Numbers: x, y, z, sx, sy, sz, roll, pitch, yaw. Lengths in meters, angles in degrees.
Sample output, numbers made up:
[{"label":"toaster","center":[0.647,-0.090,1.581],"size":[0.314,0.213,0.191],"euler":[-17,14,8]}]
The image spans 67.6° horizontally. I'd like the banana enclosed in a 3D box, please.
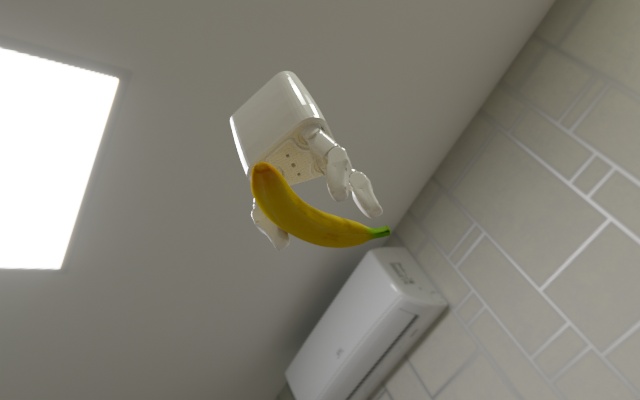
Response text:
[{"label":"banana","center":[-0.011,0.013,0.496],"size":[0.070,0.037,0.198],"euler":[-39,-41,26]}]
